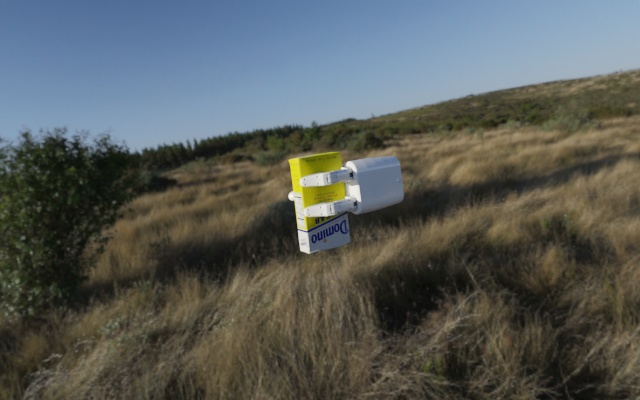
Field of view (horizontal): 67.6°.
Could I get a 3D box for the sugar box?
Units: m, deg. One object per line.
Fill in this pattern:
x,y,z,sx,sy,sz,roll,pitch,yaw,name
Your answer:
0.001,0.003,0.887,0.093,0.176,0.048,-12,7,-27,sugar box
